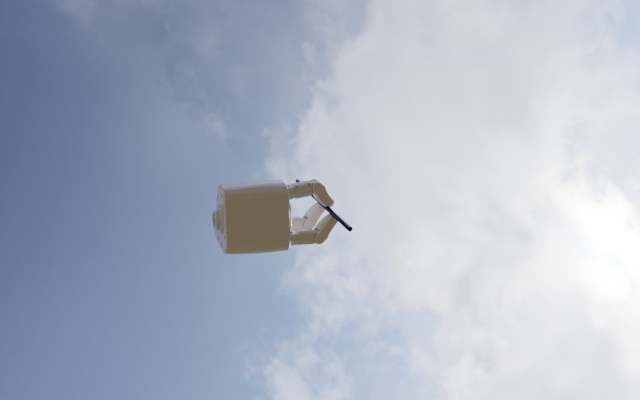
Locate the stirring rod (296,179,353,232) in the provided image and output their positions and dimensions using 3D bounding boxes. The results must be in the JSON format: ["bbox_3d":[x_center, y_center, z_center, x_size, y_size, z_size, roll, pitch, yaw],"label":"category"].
[{"bbox_3d":[0.000,0.003,0.843,0.011,0.011,0.239,0,20,-24],"label":"stirring rod"}]
